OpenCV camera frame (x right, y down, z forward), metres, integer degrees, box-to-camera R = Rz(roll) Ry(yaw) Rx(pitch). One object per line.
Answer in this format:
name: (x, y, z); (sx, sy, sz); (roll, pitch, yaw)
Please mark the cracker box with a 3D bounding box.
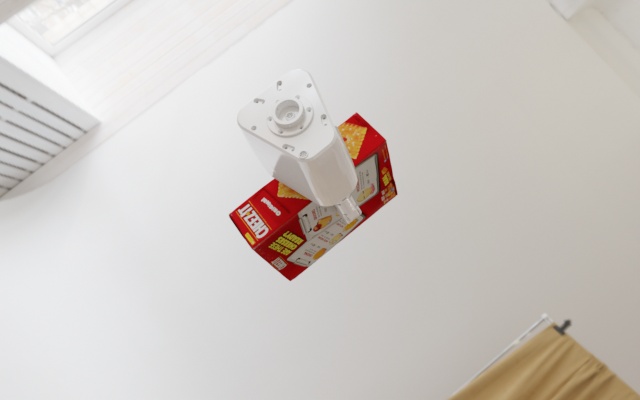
cracker box: (0.000, 0.002, 0.664); (0.213, 0.072, 0.164); (-38, -27, -4)
